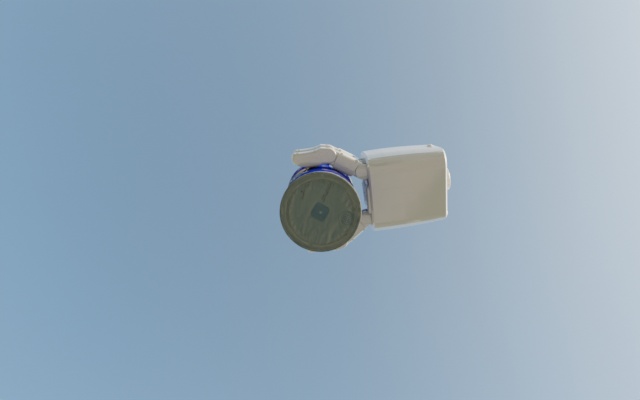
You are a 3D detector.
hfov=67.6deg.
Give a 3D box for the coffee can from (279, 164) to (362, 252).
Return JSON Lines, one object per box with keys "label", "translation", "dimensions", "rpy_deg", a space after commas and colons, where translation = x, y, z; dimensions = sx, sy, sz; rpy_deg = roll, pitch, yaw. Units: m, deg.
{"label": "coffee can", "translation": [0.000, 0.002, 0.661], "dimensions": [0.103, 0.103, 0.140], "rpy_deg": [0, 11, 0]}
